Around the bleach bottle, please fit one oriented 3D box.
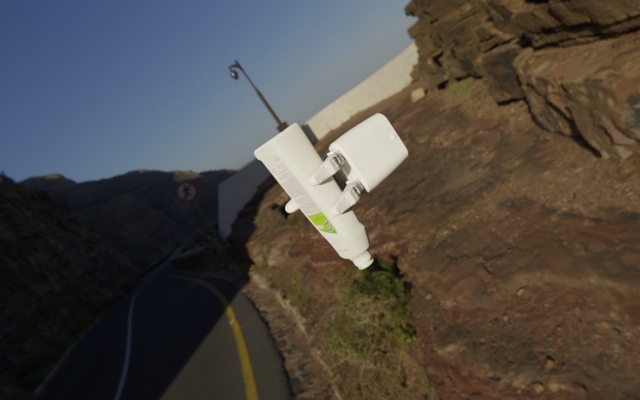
[{"bbox_3d":[0.000,0.002,0.761,0.068,0.251,0.102,-39,10,-22],"label":"bleach bottle"}]
